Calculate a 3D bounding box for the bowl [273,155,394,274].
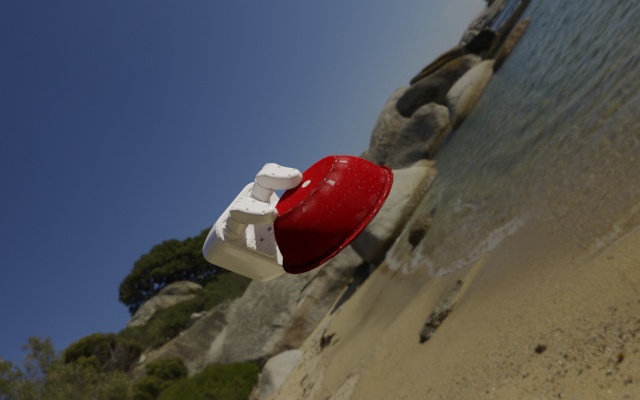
[{"bbox_3d":[0.001,0.001,0.520,0.055,0.162,0.162,46,-17,-17],"label":"bowl"}]
